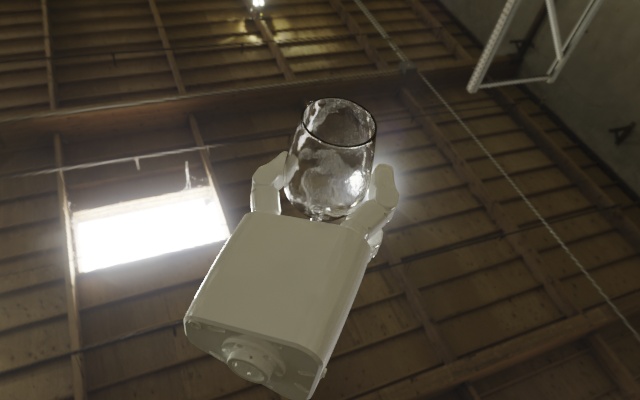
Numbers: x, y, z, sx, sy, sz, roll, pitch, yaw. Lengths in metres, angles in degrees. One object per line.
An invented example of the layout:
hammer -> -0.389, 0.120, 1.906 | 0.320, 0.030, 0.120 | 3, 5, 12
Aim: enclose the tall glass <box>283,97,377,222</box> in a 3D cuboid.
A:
tall glass -> 0.000, 0.002, 0.453 | 0.079, 0.079, 0.201 | 0, -41, -12
